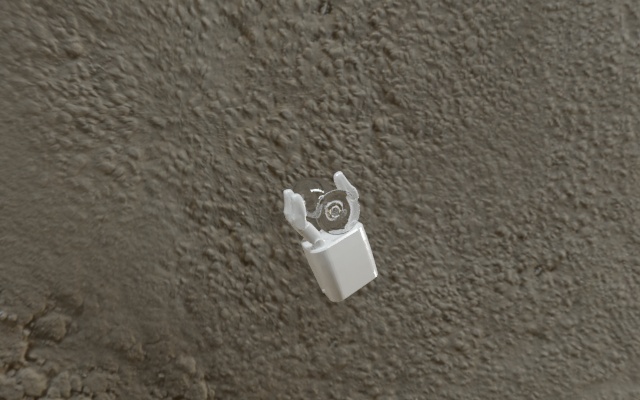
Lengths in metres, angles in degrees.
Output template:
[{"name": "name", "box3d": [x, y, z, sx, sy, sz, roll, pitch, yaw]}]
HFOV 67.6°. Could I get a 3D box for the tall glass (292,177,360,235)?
[{"name": "tall glass", "box3d": [0.000, 0.003, 0.848, 0.079, 0.079, 0.201, 0, 10, -17]}]
